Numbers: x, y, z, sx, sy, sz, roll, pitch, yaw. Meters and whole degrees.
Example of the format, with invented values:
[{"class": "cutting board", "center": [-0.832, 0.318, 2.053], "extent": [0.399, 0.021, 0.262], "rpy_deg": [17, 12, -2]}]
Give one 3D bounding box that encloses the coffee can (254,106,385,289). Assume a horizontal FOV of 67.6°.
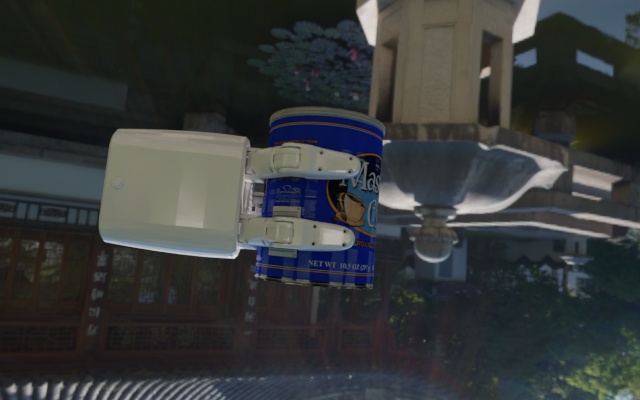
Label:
[{"class": "coffee can", "center": [0.000, 0.001, 0.418], "extent": [0.103, 0.140, 0.103], "rpy_deg": [5, -7, 1]}]
